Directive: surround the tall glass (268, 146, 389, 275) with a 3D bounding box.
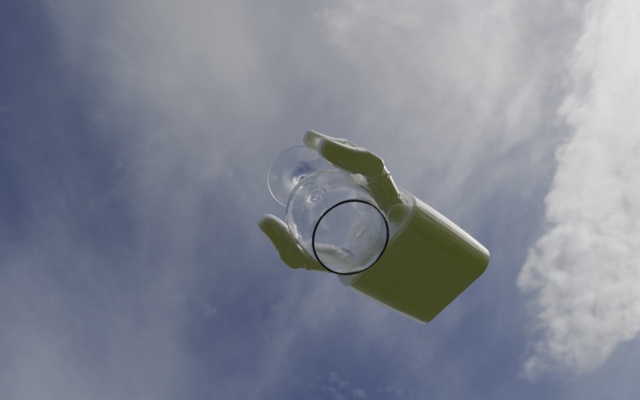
[{"bbox_3d":[0.000,0.001,0.455,0.079,0.079,0.201,0,16,-14],"label":"tall glass"}]
